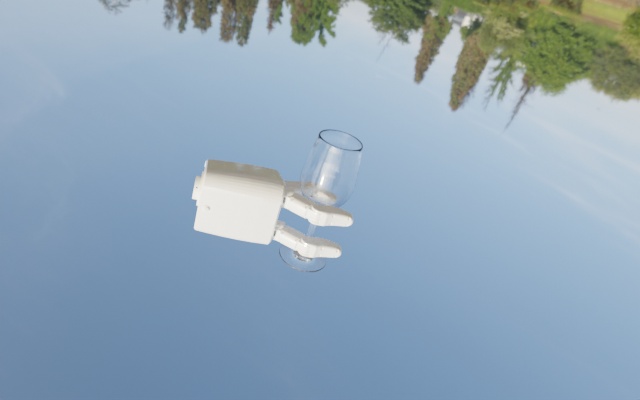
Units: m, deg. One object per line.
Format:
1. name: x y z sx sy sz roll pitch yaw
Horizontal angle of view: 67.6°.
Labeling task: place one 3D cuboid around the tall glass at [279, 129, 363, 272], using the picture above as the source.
1. tall glass: 0.000 0.003 0.681 0.079 0.201 0.079 14 29 -8
